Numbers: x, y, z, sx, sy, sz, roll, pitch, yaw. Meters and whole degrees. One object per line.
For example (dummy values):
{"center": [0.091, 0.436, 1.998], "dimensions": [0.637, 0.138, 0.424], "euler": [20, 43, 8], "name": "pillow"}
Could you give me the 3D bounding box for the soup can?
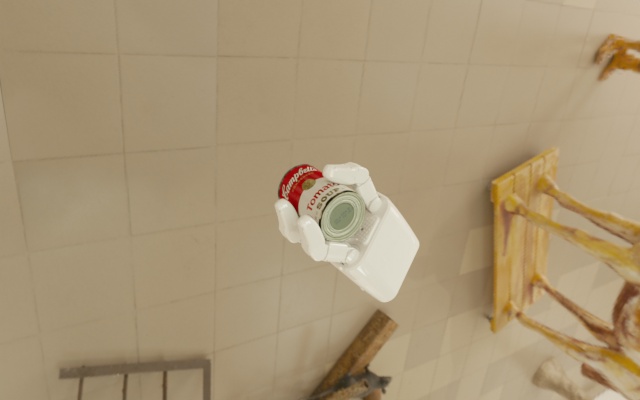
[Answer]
{"center": [0.000, 0.002, 0.596], "dimensions": [0.068, 0.068, 0.102], "euler": [0, 21, -36], "name": "soup can"}
